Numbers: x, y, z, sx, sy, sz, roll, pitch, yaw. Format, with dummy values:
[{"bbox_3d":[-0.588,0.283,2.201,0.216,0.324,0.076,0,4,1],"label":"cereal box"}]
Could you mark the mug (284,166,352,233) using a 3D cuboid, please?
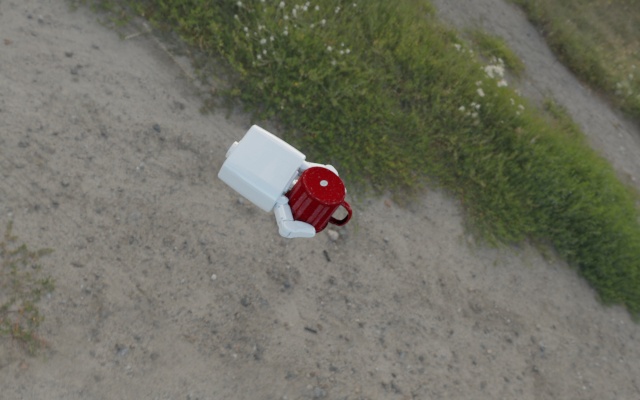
[{"bbox_3d":[0.001,0.003,0.807,0.117,0.093,0.081,33,-45,-5],"label":"mug"}]
